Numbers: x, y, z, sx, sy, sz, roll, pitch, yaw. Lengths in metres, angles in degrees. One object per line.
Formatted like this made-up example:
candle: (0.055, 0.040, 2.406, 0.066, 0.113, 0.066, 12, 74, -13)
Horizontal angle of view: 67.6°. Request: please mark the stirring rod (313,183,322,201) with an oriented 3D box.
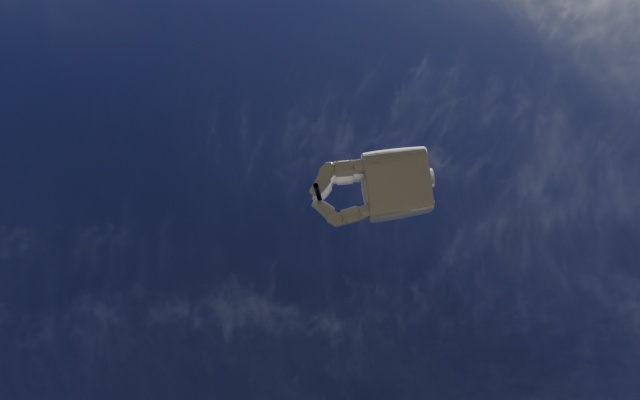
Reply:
stirring rod: (0.000, 0.003, 0.822, 0.011, 0.011, 0.239, 0, -12, 4)
